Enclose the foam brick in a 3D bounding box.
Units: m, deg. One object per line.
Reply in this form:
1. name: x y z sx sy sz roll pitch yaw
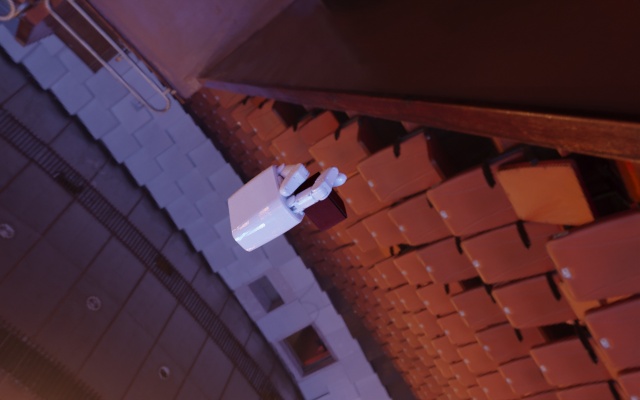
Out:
1. foam brick: 0.000 0.003 0.792 0.051 0.078 0.053 -33 27 14
